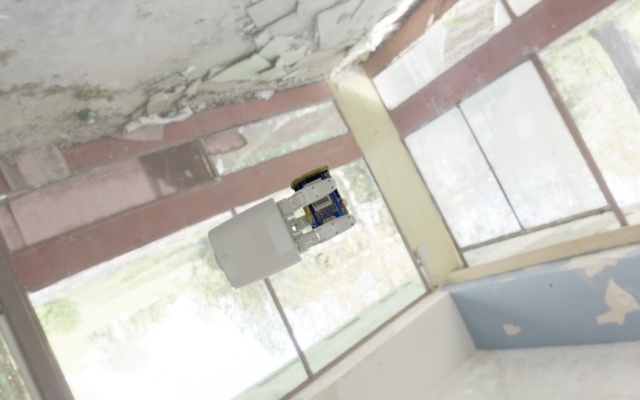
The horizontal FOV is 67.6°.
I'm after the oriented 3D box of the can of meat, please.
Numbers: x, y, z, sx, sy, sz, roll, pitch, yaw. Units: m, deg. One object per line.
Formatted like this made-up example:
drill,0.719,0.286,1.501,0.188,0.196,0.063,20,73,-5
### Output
can of meat,0.000,0.003,0.695,0.057,0.084,0.102,-25,-3,-7
